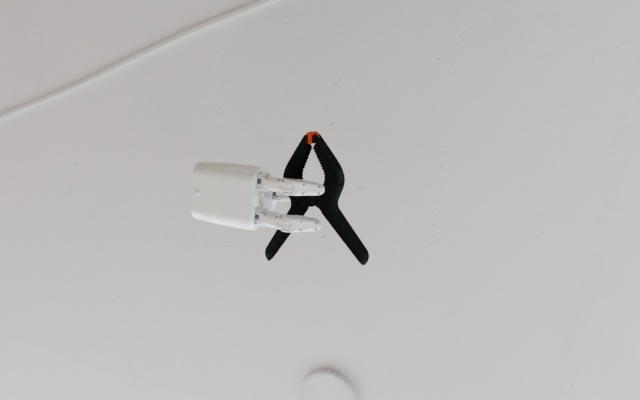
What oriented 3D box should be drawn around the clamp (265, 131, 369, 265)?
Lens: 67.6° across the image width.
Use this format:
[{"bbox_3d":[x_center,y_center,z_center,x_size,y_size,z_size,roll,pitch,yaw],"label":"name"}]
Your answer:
[{"bbox_3d":[0.000,0.002,0.725,0.164,0.210,0.036,7,11,12],"label":"clamp"}]
